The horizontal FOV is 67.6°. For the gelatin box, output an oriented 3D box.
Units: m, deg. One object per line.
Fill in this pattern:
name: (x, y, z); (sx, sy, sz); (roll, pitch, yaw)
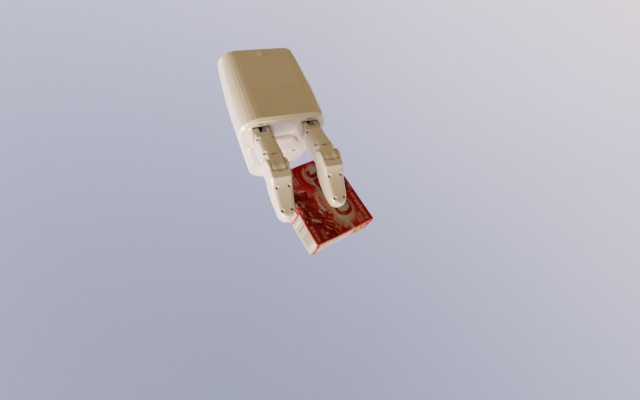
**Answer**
gelatin box: (0.000, 0.002, 0.500); (0.073, 0.089, 0.030); (-24, -17, -29)
